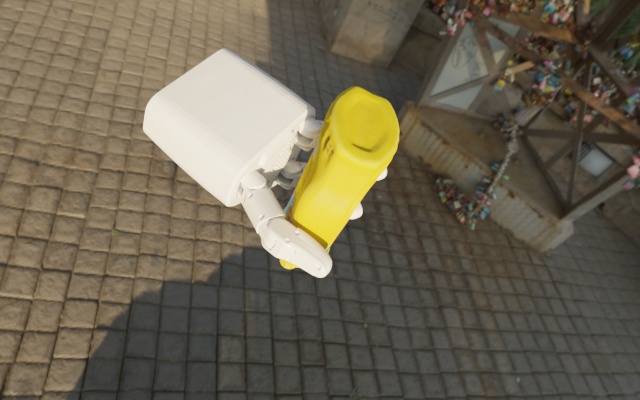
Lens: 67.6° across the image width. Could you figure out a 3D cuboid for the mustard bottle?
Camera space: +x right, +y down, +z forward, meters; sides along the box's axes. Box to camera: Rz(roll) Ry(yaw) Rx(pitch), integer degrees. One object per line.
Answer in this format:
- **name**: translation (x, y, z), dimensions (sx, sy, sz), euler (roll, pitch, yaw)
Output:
- **mustard bottle**: translation (0.000, 0.001, 0.418), dimensions (0.058, 0.096, 0.192), euler (21, -46, -8)
